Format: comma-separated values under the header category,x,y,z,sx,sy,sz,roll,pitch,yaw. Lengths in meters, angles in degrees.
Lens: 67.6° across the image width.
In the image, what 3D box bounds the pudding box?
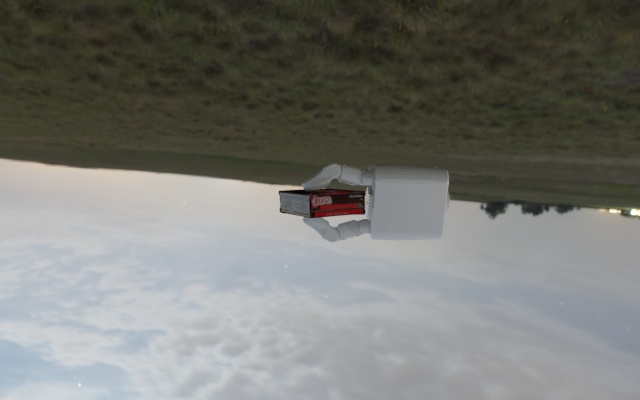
category,x,y,z,sx,sy,sz,roll,pitch,yaw
pudding box,0.000,0.002,0.703,0.090,0.039,0.113,-2,2,-28
